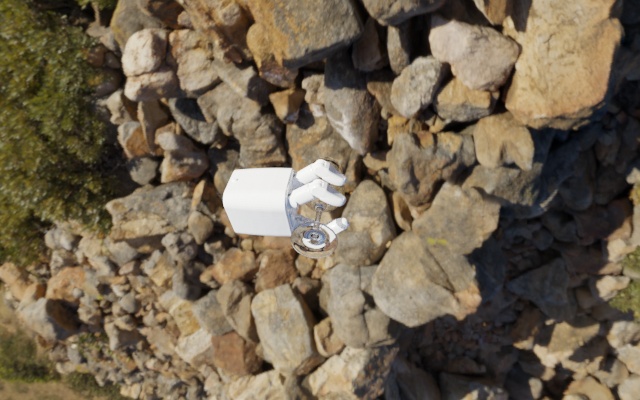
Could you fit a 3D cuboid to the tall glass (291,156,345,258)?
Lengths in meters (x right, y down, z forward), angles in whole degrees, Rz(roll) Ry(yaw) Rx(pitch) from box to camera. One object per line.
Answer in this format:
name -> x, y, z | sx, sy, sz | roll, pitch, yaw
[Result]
tall glass -> 0.000, 0.003, 0.818 | 0.079, 0.079, 0.201 | 0, 37, 8
